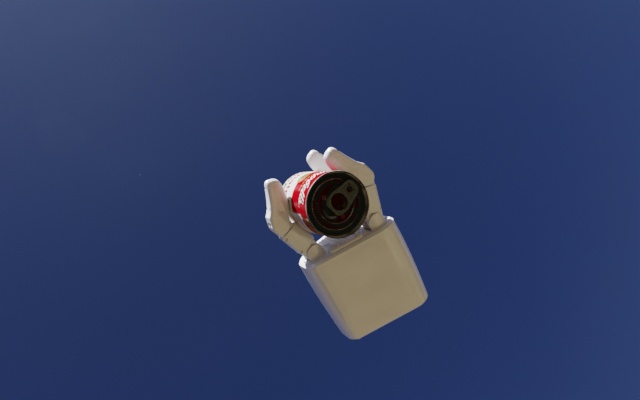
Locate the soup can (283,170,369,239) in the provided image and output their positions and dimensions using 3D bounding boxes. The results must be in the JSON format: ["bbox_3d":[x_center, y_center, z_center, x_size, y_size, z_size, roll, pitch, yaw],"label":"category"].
[{"bbox_3d":[0.000,0.001,0.518,0.068,0.068,0.102,0,3,-21],"label":"soup can"}]
